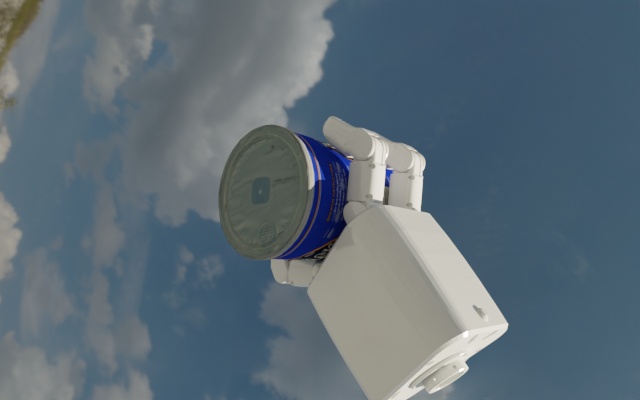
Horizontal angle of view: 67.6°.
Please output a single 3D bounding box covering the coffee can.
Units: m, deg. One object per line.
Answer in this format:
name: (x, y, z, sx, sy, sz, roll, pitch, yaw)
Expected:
coffee can: (0.000, 0.001, 0.409, 0.103, 0.103, 0.140, 0, -7, 42)
